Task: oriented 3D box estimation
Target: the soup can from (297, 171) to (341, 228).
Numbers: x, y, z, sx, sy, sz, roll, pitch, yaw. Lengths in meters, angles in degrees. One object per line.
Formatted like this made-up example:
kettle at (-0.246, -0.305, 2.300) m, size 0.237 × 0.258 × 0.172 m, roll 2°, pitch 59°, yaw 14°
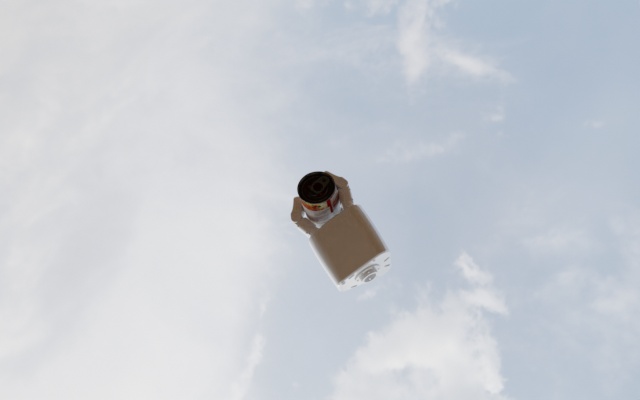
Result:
soup can at (0.000, 0.003, 0.869) m, size 0.068 × 0.068 × 0.102 m, roll 0°, pitch -31°, yaw 10°
